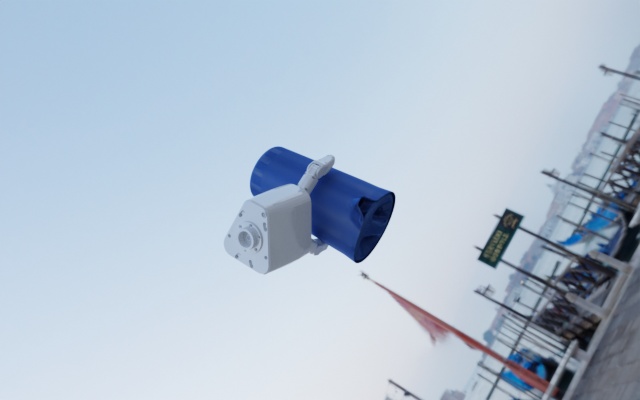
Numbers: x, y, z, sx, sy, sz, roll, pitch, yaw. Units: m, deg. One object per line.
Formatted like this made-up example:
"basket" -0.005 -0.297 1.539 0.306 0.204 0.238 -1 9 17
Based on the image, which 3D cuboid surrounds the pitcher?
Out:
"pitcher" 0.000 0.003 0.845 0.243 0.149 0.145 28 28 24
